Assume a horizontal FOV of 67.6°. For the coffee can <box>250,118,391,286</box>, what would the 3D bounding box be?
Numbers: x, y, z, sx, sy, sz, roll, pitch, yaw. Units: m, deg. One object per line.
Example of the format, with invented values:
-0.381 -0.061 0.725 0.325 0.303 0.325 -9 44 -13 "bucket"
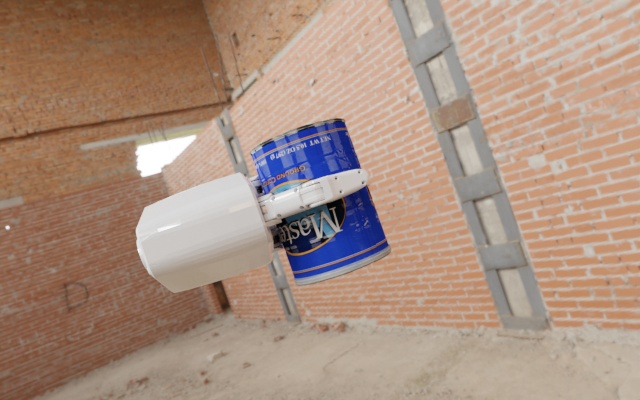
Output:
0.000 0.002 0.482 0.103 0.140 0.103 -19 -1 0 "coffee can"
